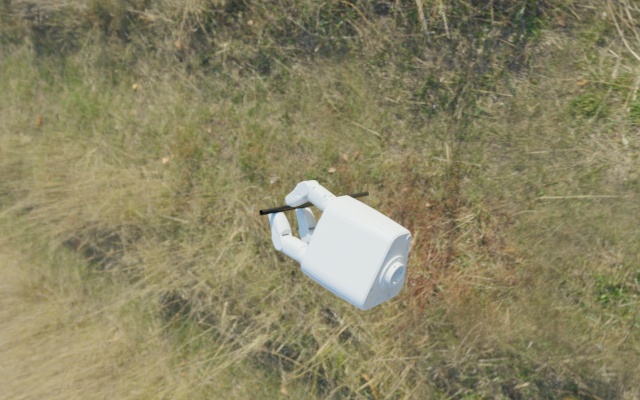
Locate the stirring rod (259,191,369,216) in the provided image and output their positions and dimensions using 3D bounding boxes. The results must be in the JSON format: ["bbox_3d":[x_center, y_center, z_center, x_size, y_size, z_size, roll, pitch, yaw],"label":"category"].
[{"bbox_3d":[0.000,0.002,0.734,0.011,0.011,0.239,0,7,42],"label":"stirring rod"}]
